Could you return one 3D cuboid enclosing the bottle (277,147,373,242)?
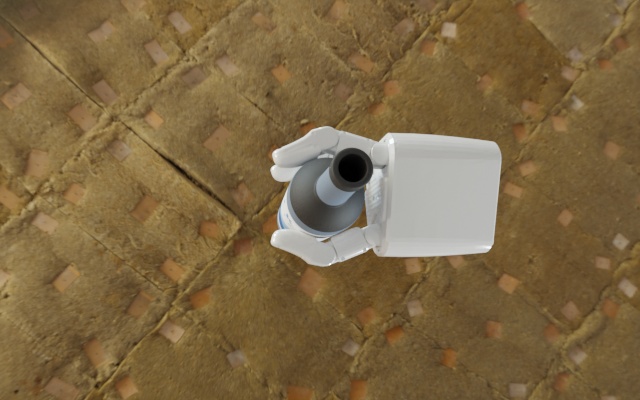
[{"bbox_3d":[0.000,0.002,0.448,0.069,0.069,0.296,0,-9,-8],"label":"bottle"}]
